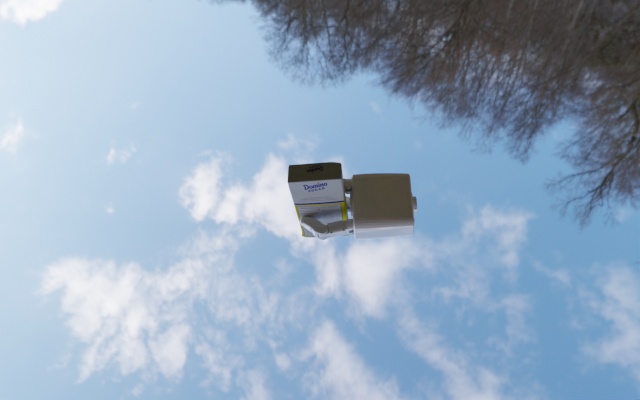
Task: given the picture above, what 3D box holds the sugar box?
[{"bbox_3d":[0.000,0.002,0.864,0.093,0.048,0.176,-3,-39,5],"label":"sugar box"}]
